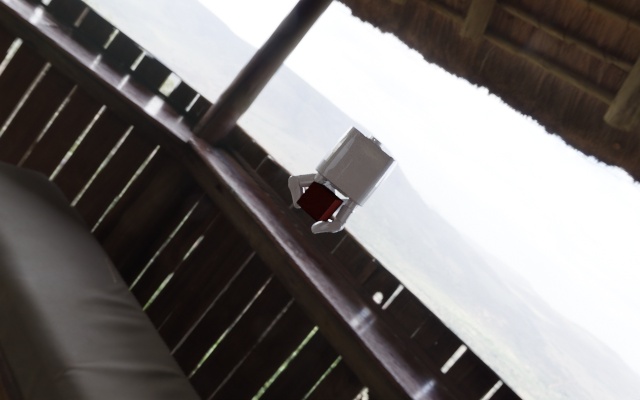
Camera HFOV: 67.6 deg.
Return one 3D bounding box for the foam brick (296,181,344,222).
[{"bbox_3d":[0.000,0.003,0.858,0.053,0.051,0.078,41,7,12],"label":"foam brick"}]
